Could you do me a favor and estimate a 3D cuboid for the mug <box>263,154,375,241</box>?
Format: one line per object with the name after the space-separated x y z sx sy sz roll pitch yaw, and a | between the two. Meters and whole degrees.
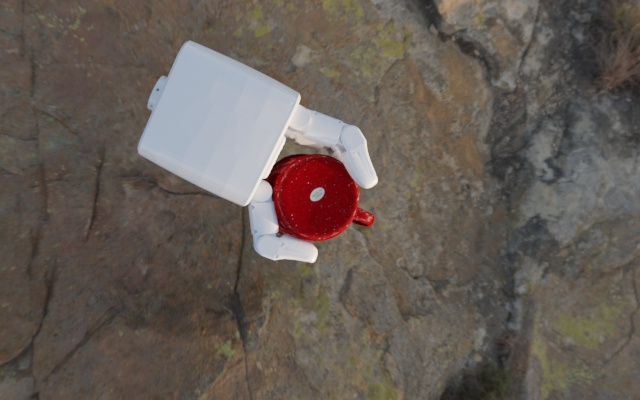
0.001 0.002 0.478 0.117 0.093 0.081 24 -4 -12 | mug
